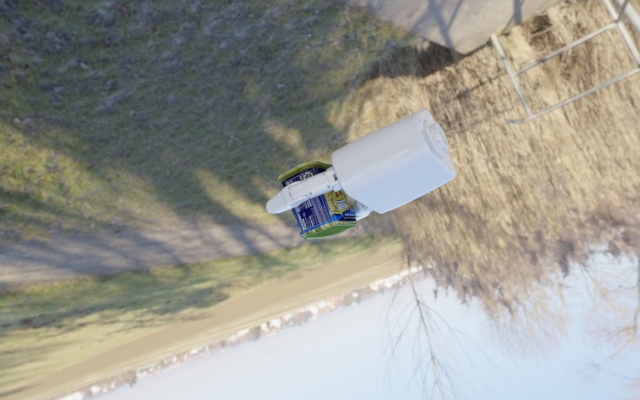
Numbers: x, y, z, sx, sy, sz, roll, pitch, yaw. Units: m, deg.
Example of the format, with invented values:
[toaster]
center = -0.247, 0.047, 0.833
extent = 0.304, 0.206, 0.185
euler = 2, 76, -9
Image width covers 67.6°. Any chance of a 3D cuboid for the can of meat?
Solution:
[can of meat]
center = 0.000, 0.002, 0.613
extent = 0.057, 0.084, 0.102
euler = -25, -12, 22
